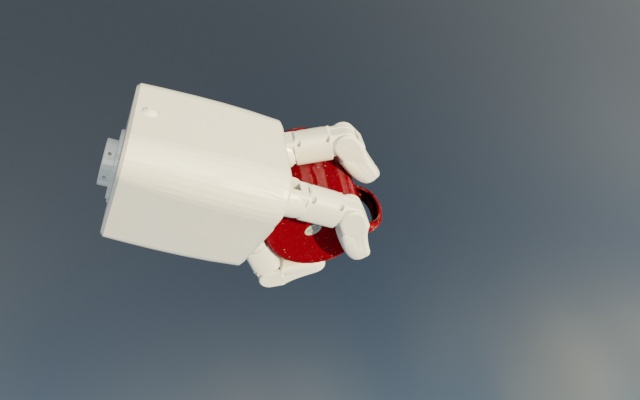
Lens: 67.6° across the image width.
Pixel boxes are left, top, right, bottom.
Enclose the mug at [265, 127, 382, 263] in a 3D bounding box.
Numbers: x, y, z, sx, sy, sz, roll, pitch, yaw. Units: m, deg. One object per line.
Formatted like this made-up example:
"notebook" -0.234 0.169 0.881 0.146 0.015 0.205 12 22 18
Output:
"mug" 0.001 0.002 0.412 0.117 0.093 0.081 13 39 -23
